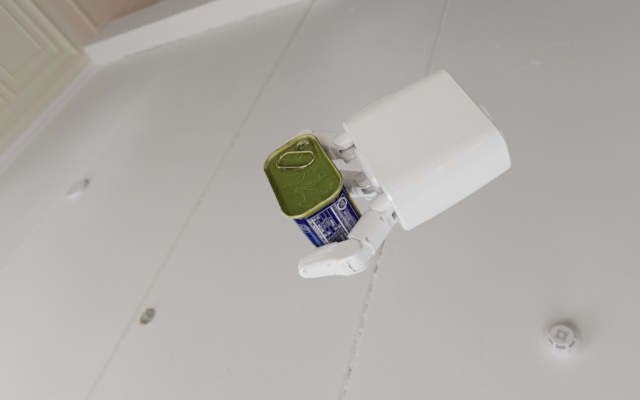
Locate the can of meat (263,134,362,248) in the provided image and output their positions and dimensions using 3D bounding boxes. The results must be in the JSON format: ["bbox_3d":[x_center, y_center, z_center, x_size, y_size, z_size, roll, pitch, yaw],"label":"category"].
[{"bbox_3d":[0.000,0.002,0.437,0.057,0.084,0.102,-33,40,2],"label":"can of meat"}]
